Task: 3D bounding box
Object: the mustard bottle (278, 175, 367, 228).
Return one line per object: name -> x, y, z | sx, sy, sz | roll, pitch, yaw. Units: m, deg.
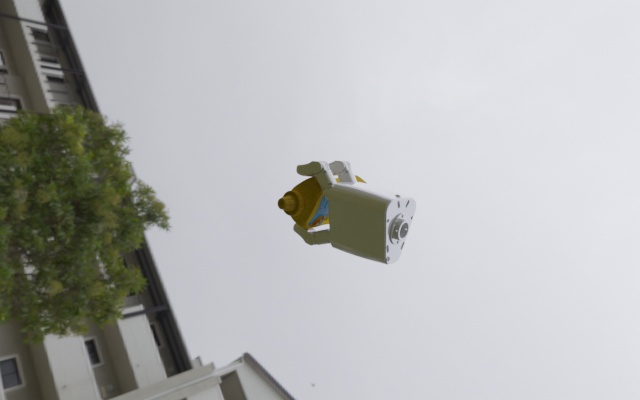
mustard bottle -> 0.000, 0.003, 0.819 | 0.191, 0.096, 0.058 | -3, 39, -50
